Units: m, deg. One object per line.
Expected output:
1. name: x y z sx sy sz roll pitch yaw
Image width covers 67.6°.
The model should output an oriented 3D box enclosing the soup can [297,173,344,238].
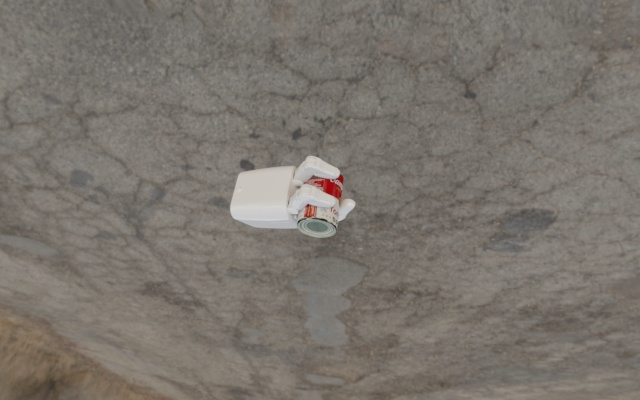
1. soup can: 0.001 0.003 0.801 0.068 0.102 0.068 7 -30 4
